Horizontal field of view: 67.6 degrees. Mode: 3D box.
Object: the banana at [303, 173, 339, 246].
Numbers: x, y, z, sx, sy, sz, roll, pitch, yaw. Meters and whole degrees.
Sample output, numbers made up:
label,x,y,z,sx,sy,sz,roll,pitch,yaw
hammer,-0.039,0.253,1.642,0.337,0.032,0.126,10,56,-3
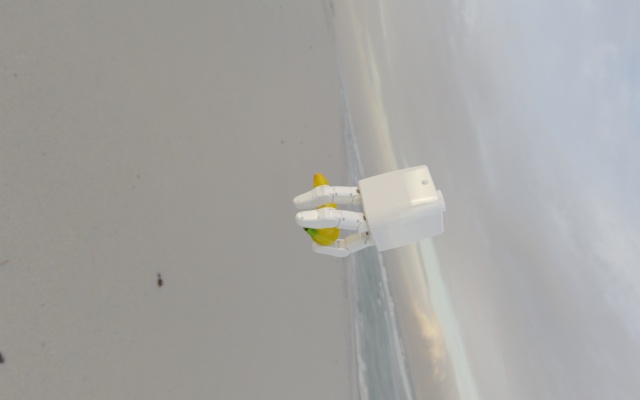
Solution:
label,x,y,z,sx,sy,sz,roll,pitch,yaw
banana,0.006,0.020,0.771,0.037,0.070,0.197,-18,24,10
